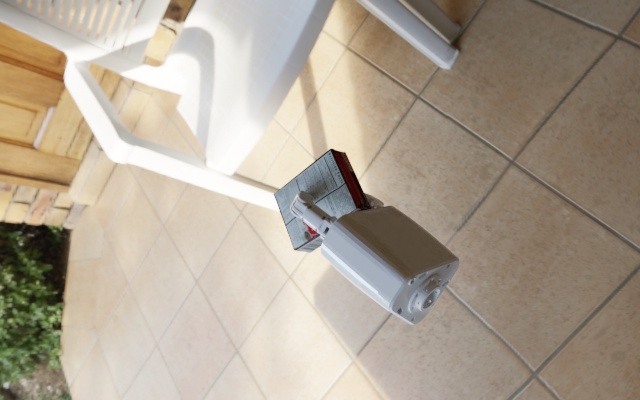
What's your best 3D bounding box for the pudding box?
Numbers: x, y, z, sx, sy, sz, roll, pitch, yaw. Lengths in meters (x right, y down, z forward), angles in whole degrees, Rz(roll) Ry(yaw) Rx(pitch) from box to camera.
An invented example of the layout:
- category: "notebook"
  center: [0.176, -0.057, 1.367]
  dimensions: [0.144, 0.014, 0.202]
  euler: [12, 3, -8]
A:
- category: "pudding box"
  center: [0.000, 0.002, 0.607]
  dimensions: [0.113, 0.090, 0.039]
  euler: [-35, -27, 28]
